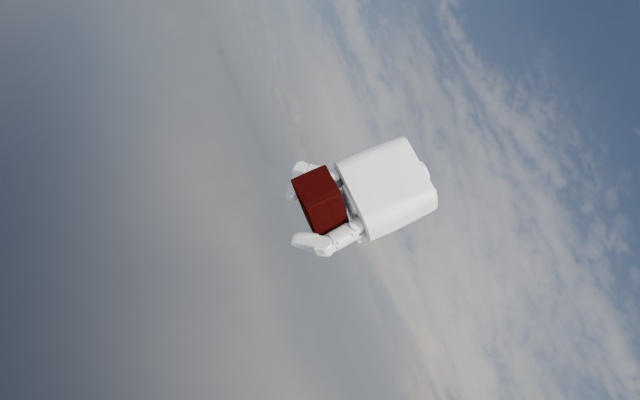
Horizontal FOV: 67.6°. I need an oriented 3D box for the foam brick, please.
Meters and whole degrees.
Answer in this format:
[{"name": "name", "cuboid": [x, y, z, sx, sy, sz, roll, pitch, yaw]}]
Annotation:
[{"name": "foam brick", "cuboid": [0.000, 0.002, 0.627, 0.051, 0.053, 0.078, -24, -35, -3]}]
